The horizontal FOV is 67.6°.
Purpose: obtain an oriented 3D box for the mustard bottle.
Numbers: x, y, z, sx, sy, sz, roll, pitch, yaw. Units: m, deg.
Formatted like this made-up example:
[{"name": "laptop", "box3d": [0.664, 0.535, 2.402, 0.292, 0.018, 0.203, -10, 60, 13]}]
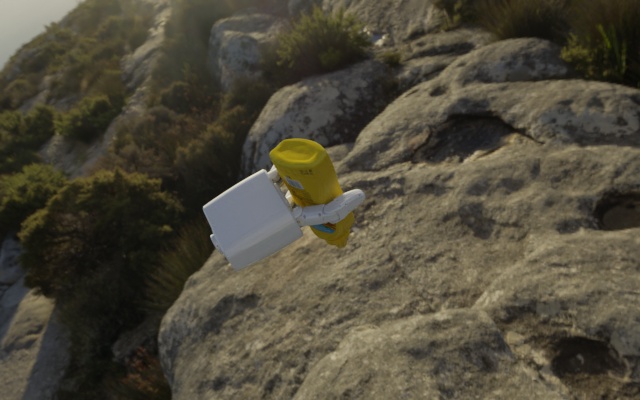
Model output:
[{"name": "mustard bottle", "box3d": [0.000, 0.002, 0.694, 0.096, 0.192, 0.058, 19, 56, 42]}]
